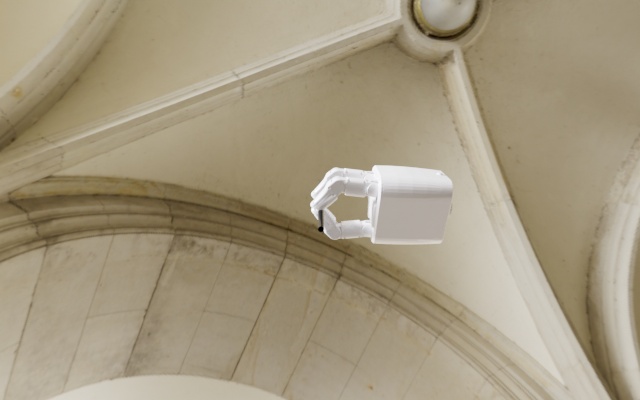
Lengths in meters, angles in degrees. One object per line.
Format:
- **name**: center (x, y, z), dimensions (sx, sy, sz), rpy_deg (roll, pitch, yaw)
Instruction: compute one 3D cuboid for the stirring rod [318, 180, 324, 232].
- **stirring rod**: center (0.000, 0.002, 0.726), dimensions (0.011, 0.011, 0.239), rpy_deg (0, 17, 0)
